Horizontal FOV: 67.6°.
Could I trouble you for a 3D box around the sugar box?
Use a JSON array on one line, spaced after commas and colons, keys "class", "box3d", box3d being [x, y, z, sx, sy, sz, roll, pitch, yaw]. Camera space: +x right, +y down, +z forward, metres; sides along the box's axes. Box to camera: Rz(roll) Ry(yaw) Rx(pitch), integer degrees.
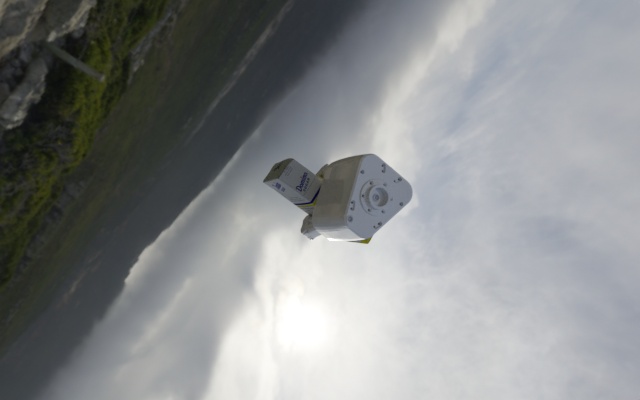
[{"class": "sugar box", "box3d": [0.001, 0.002, 0.755, 0.176, 0.048, 0.093, 39, -14, -16]}]
